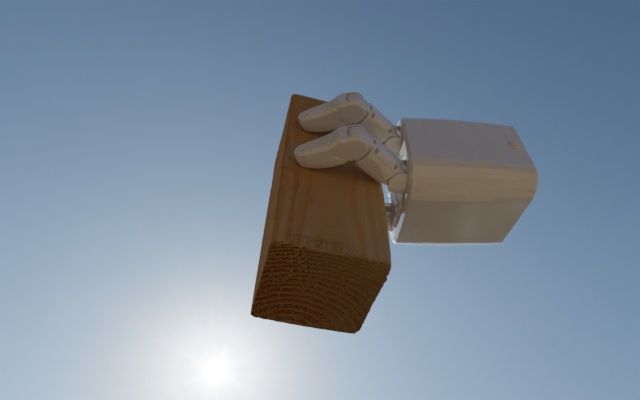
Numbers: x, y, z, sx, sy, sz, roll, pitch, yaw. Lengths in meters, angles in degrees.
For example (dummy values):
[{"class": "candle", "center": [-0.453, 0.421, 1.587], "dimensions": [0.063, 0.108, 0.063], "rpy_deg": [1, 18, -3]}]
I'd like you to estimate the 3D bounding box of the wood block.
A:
[{"class": "wood block", "center": [0.000, 0.002, 0.430], "dimensions": [0.090, 0.091, 0.206], "rpy_deg": [12, 40, -8]}]
